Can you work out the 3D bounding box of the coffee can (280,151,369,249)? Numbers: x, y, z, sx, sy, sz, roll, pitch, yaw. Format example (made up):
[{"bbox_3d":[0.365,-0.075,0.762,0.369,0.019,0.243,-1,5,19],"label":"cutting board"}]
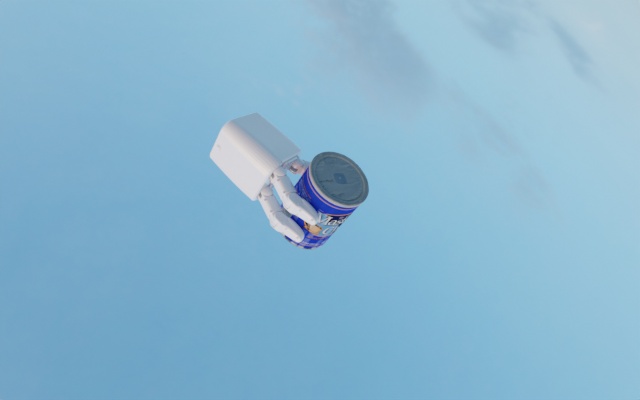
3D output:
[{"bbox_3d":[0.000,0.003,0.783,0.103,0.102,0.140,0,-33,-32],"label":"coffee can"}]
